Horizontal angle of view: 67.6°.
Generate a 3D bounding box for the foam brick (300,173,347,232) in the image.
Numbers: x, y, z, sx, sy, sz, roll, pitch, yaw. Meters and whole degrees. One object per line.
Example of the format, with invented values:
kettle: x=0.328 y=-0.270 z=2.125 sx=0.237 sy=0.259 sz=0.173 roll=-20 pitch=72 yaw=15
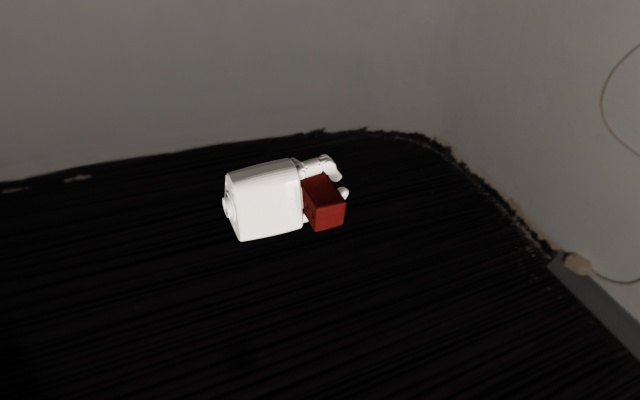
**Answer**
foam brick: x=0.000 y=0.003 z=0.764 sx=0.051 sy=0.053 sz=0.078 roll=-14 pitch=45 yaw=-21
